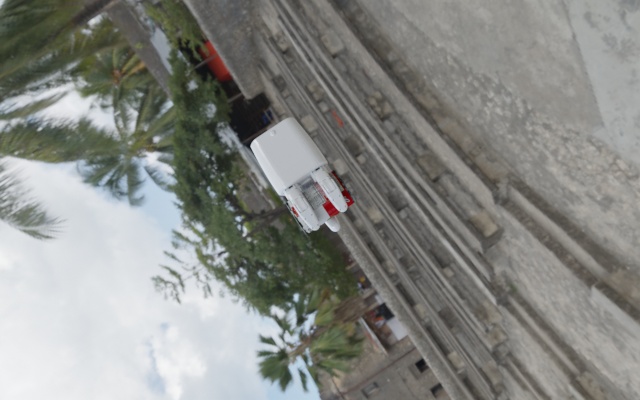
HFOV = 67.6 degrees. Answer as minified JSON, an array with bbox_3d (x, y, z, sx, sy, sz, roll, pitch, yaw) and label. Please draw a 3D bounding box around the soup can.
[{"bbox_3d":[0.000,0.003,0.822,0.102,0.068,0.068,-34,0,-1],"label":"soup can"}]
